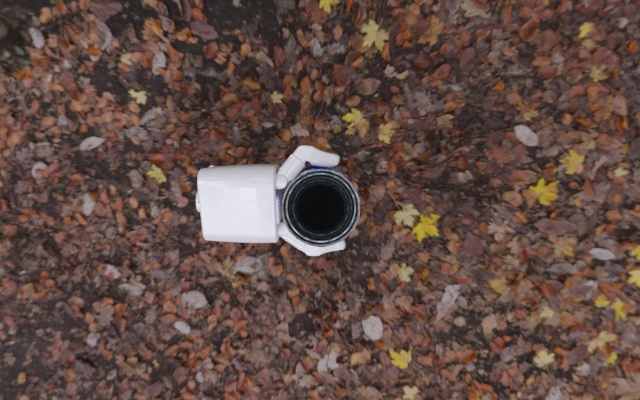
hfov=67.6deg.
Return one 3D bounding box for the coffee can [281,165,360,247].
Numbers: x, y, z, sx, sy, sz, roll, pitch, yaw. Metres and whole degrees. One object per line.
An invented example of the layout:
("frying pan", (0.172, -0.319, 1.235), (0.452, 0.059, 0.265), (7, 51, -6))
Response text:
("coffee can", (0.000, 0.002, 0.682), (0.103, 0.103, 0.140), (0, 6, 0))
